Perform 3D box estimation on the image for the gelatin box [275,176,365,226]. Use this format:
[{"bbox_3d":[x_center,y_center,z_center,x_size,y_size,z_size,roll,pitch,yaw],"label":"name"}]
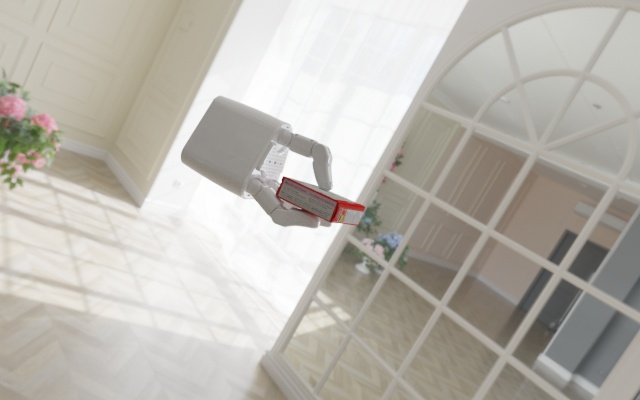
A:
[{"bbox_3d":[0.001,0.002,0.594,0.089,0.030,0.073,24,6,29],"label":"gelatin box"}]
